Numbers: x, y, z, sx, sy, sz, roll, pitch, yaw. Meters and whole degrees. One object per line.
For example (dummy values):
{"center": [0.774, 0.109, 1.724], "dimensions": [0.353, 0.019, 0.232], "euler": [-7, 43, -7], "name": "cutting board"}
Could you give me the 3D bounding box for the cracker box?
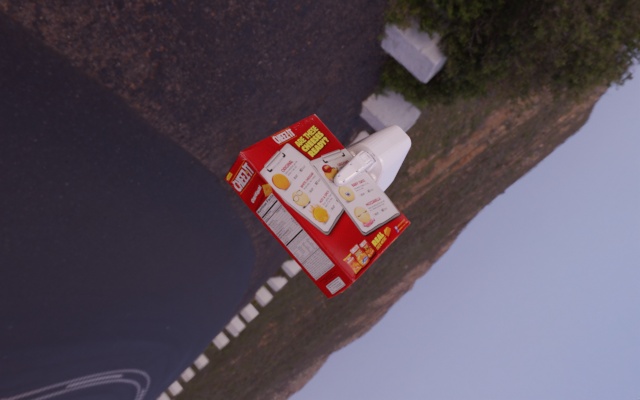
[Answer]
{"center": [0.000, 0.002, 0.655], "dimensions": [0.164, 0.213, 0.072], "euler": [-37, -7, -46], "name": "cracker box"}
